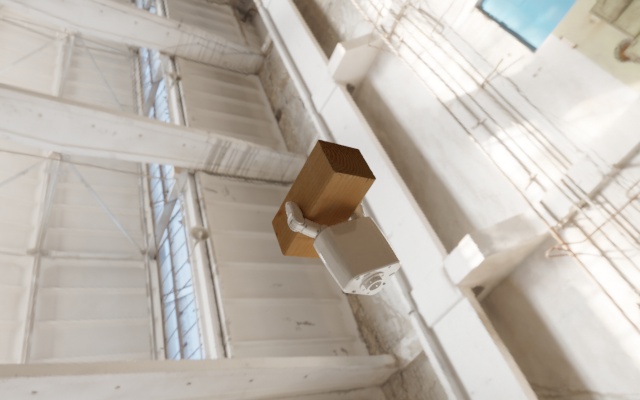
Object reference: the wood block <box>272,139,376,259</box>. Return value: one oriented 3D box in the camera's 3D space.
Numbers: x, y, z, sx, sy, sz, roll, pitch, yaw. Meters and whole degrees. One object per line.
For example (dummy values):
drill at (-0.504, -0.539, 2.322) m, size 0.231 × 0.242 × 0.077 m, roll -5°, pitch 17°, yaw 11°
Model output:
wood block at (0.000, 0.003, 0.868) m, size 0.091 × 0.206 × 0.090 m, roll 9°, pitch 39°, yaw -32°
